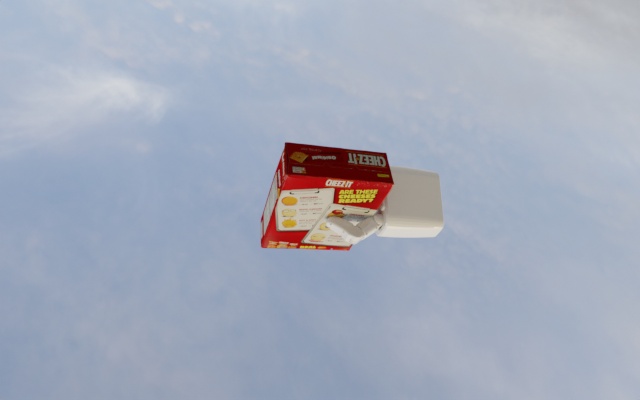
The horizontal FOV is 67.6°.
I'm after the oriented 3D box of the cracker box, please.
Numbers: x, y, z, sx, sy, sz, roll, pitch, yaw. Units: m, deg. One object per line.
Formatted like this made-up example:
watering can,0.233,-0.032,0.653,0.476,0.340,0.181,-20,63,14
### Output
cracker box,0.000,0.003,0.774,0.164,0.072,0.214,4,-35,-16
